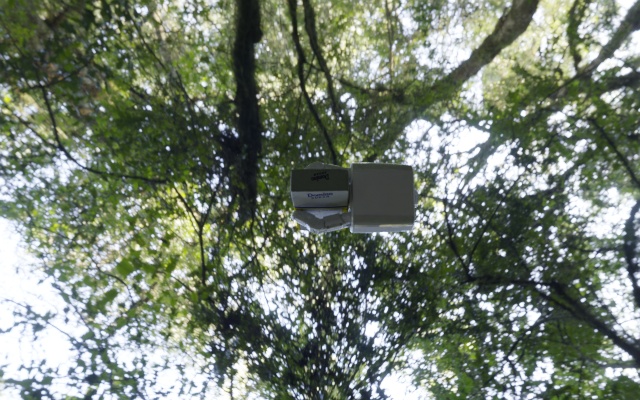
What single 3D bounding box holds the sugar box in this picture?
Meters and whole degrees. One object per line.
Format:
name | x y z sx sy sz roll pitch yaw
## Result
sugar box | 0.000 0.002 0.823 0.093 0.048 0.176 0 -26 0
